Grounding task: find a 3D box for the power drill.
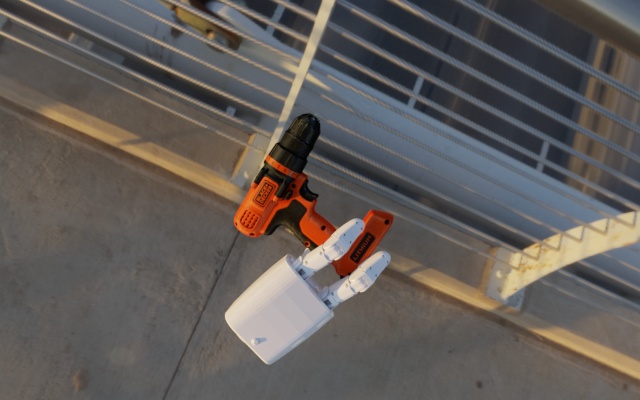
[{"bbox_3d":[0.000,0.003,0.637,0.187,0.184,0.057,33,12,5],"label":"power drill"}]
